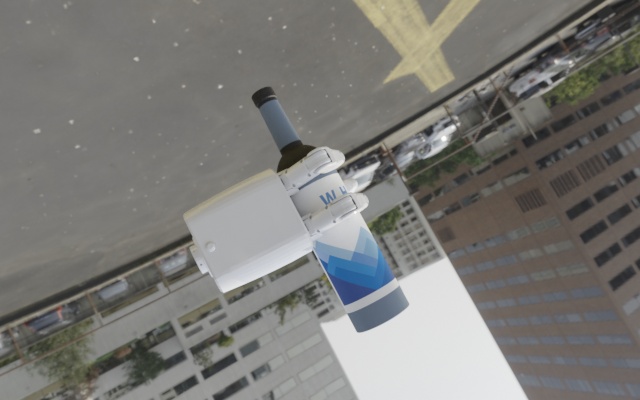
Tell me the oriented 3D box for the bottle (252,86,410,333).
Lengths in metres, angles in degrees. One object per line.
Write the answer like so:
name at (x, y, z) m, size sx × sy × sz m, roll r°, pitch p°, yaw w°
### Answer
bottle at (0.000, 0.002, 0.545) m, size 0.069 × 0.295 × 0.069 m, roll -28°, pitch -7°, yaw -4°
